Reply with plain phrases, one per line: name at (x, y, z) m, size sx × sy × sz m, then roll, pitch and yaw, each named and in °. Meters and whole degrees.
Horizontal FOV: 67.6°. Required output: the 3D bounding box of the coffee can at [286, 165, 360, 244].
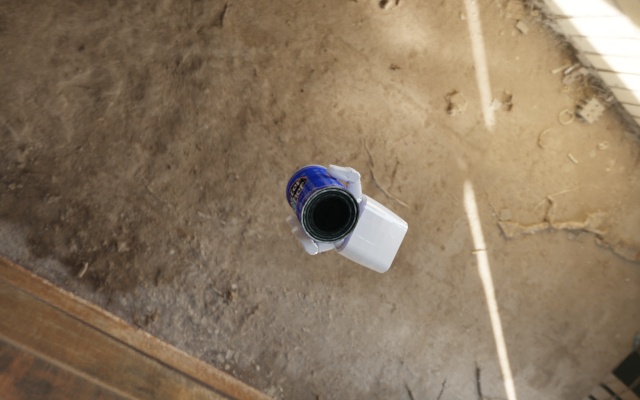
coffee can at (0.000, 0.003, 0.855) m, size 0.103 × 0.103 × 0.140 m, roll 0°, pitch 19°, yaw -15°
